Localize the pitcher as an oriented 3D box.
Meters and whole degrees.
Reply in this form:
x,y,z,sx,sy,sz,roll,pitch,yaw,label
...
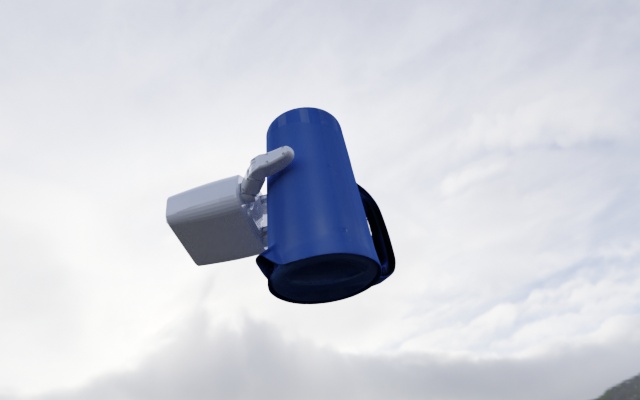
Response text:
x,y,z,sx,sy,sz,roll,pitch,yaw,label
0.000,0.002,0.617,0.145,0.242,0.149,-16,-35,11,pitcher
